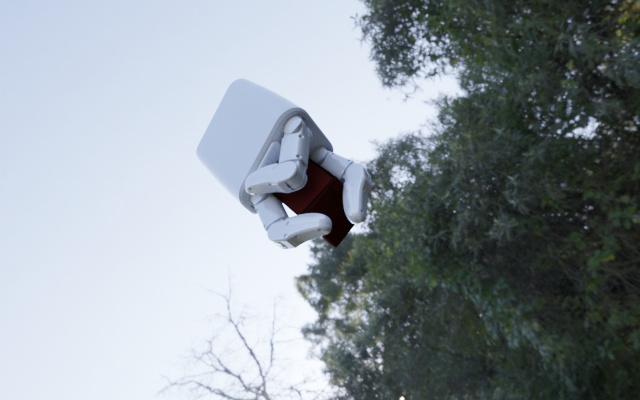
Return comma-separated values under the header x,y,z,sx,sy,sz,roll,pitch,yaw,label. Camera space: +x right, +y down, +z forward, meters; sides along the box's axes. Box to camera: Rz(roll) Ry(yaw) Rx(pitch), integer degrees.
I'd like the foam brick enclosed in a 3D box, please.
x,y,z,sx,sy,sz,roll,pitch,yaw,label
0.000,0.002,0.488,0.051,0.053,0.078,37,-6,39,foam brick
